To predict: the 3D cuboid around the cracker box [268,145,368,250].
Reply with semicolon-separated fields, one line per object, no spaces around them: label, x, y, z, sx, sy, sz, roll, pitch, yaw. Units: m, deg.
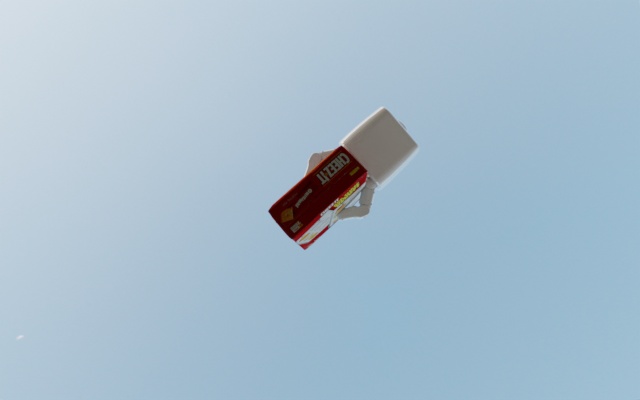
cracker box;0.000;0.003;0.856;0.164;0.072;0.214;-43;-10;-5
